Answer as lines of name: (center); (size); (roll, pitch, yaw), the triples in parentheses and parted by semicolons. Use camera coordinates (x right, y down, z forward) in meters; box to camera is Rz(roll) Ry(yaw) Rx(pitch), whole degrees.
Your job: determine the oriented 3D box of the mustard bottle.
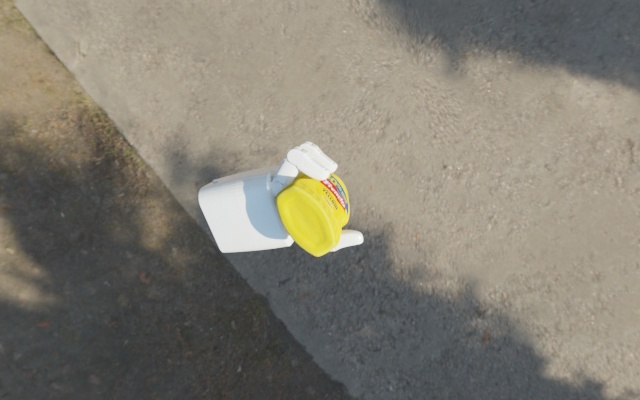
mustard bottle: (0.000, 0.002, 0.666); (0.058, 0.096, 0.191); (-34, 6, 18)
